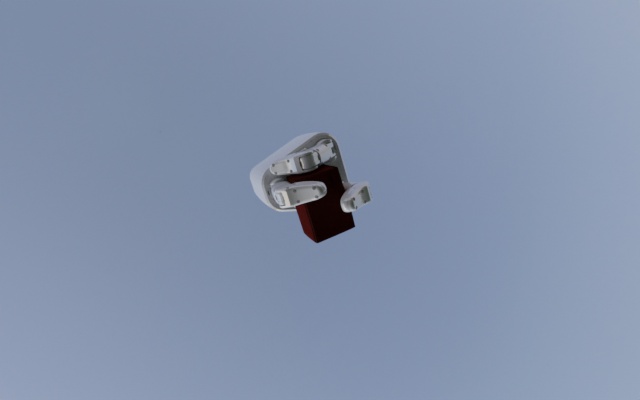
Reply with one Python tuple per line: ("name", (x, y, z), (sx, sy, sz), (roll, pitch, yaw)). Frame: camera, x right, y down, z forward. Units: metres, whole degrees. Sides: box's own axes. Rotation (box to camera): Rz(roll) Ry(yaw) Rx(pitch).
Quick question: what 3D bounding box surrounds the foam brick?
("foam brick", (0.000, 0.002, 0.567), (0.053, 0.078, 0.051), (-20, 13, -15))
